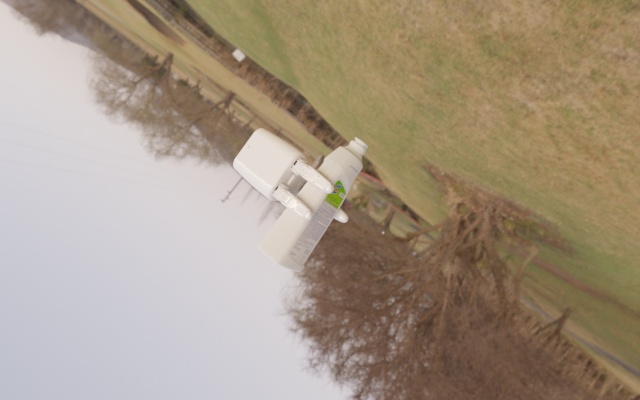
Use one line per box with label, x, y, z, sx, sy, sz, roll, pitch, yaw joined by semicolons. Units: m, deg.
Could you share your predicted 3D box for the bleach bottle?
bleach bottle;0.000;0.003;0.832;0.068;0.251;0.102;37;1;28
